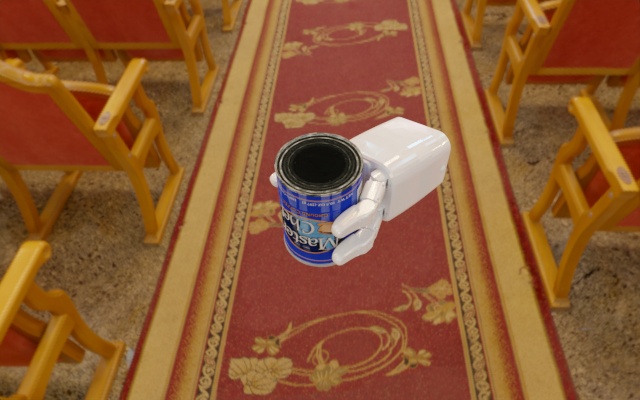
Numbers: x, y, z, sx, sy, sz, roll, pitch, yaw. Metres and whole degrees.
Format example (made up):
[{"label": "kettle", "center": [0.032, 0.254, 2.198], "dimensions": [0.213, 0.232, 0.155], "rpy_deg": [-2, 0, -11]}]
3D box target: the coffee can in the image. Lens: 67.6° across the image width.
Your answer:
[{"label": "coffee can", "center": [0.000, 0.002, 0.596], "dimensions": [0.103, 0.102, 0.140], "rpy_deg": [0, -41, 2]}]
